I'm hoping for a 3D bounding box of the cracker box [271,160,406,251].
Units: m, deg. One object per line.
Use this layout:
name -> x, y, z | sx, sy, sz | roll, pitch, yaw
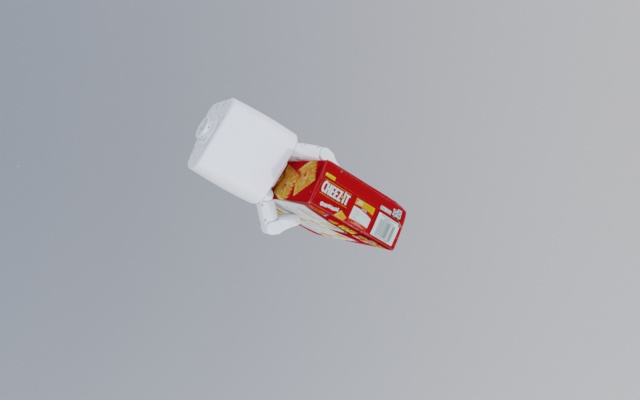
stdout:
cracker box -> 0.000, 0.003, 0.733 | 0.164, 0.072, 0.213 | 30, -12, -30
